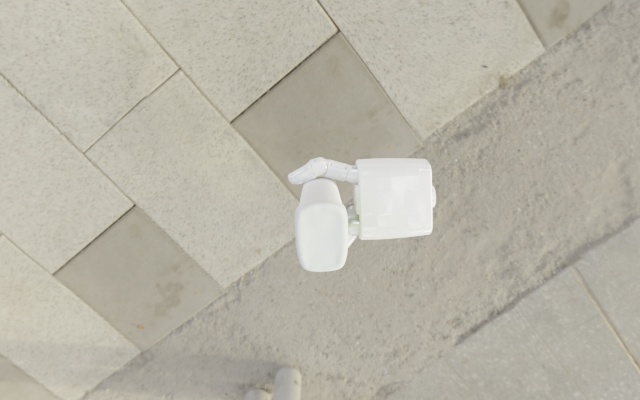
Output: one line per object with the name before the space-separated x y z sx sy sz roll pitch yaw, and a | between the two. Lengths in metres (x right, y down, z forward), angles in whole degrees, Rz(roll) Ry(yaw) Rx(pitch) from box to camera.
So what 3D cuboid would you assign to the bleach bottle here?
bleach bottle | 0.000 0.002 0.715 0.068 0.103 0.250 -2 23 0
